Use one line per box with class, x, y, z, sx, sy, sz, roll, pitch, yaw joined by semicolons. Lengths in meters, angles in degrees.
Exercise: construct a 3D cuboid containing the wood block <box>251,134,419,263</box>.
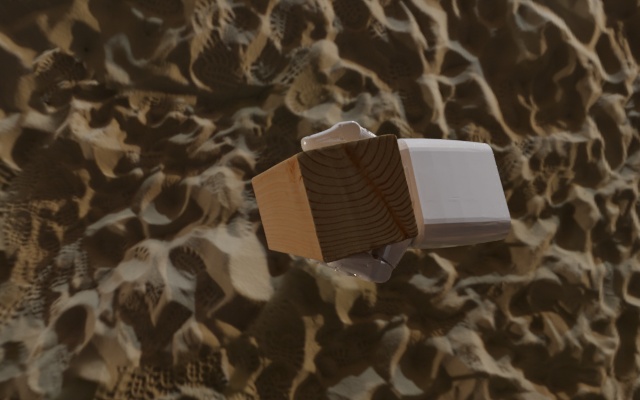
wood block;0.000;0.001;0.479;0.090;0.091;0.206;-14;1;-18
